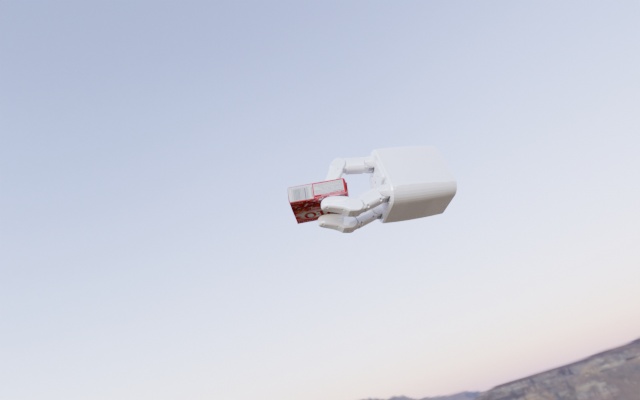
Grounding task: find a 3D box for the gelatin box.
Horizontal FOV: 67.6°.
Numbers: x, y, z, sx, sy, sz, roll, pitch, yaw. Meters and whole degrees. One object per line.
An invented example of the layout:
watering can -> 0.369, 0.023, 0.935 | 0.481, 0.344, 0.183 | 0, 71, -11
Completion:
gelatin box -> 0.000, 0.002, 0.729 | 0.089, 0.030, 0.073 | -10, -29, 3
